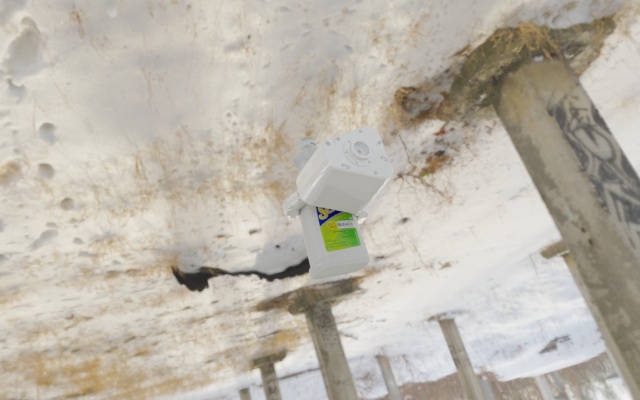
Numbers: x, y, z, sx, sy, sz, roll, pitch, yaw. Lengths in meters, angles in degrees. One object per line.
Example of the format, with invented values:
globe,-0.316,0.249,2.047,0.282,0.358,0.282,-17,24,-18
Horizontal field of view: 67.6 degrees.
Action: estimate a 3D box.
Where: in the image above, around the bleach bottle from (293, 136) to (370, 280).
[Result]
bleach bottle,0.000,0.003,0.817,0.102,0.250,0.068,-6,-25,-26
